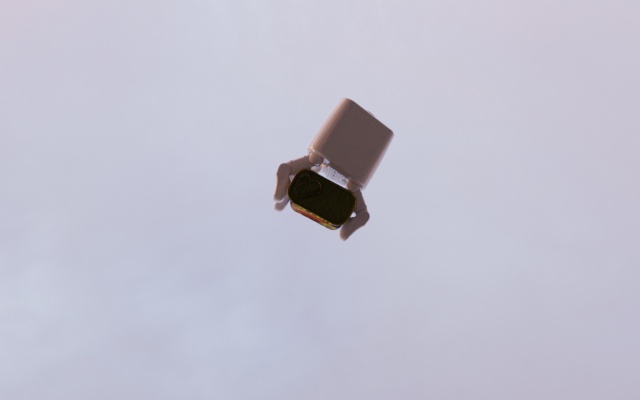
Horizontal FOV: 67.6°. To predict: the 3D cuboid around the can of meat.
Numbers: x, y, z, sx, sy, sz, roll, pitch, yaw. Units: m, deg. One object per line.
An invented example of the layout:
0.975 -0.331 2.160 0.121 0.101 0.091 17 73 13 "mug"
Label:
0.000 0.003 0.741 0.102 0.057 0.084 28 -11 2 "can of meat"
